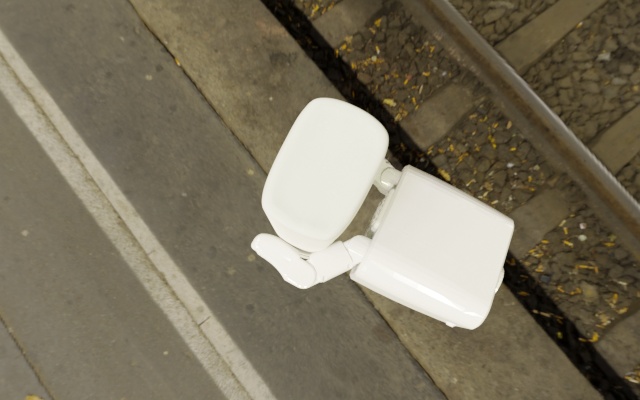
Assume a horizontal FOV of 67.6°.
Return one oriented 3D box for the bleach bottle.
[{"bbox_3d":[0.000,0.002,0.444,0.068,0.102,0.251,27,-10,4],"label":"bleach bottle"}]
